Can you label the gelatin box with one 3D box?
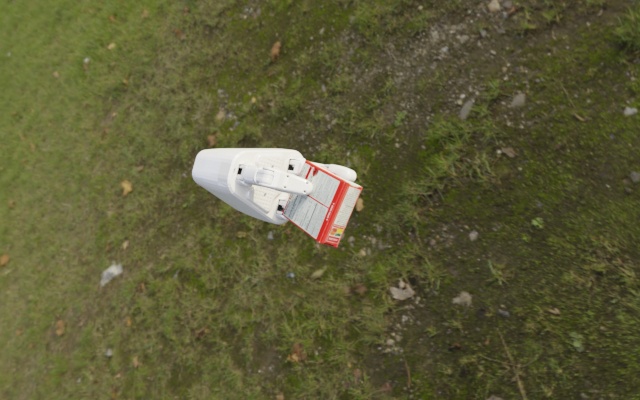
[{"bbox_3d":[0.000,0.002,0.546,0.030,0.073,0.089,18,9,-38],"label":"gelatin box"}]
